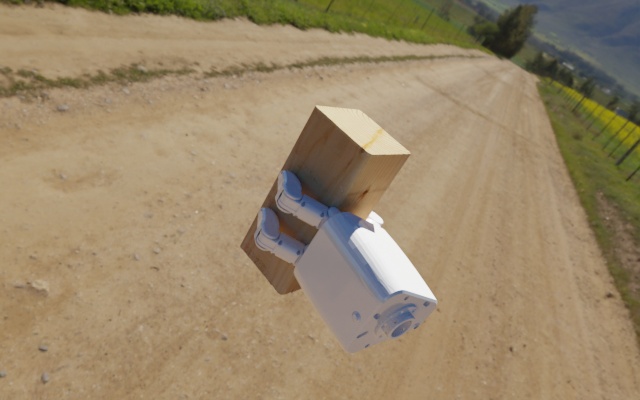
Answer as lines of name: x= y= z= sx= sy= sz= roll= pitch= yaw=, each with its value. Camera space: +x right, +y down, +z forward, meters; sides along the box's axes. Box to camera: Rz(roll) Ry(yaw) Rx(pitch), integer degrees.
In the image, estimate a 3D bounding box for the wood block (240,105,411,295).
wood block: x=0.001 y=0.002 z=0.564 sx=0.090 sy=0.206 sz=0.091 roll=45 pitch=30 yaw=25
